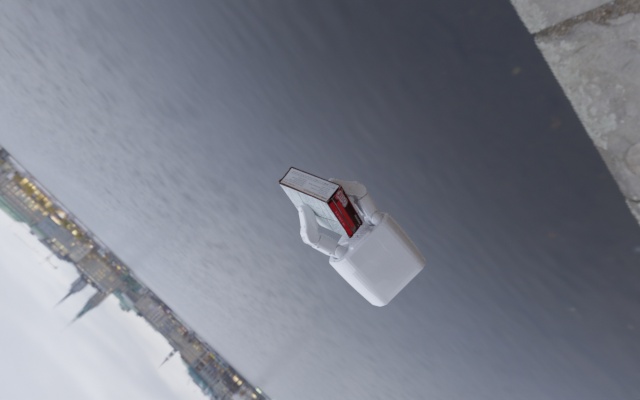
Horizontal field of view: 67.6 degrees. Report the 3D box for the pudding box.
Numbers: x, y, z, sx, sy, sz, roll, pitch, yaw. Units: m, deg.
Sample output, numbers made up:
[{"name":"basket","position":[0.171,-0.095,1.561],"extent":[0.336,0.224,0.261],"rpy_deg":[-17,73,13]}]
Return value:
[{"name":"pudding box","position":[0.000,0.003,0.718],"extent":[0.113,0.039,0.090],"rpy_deg":[21,-27,42]}]
